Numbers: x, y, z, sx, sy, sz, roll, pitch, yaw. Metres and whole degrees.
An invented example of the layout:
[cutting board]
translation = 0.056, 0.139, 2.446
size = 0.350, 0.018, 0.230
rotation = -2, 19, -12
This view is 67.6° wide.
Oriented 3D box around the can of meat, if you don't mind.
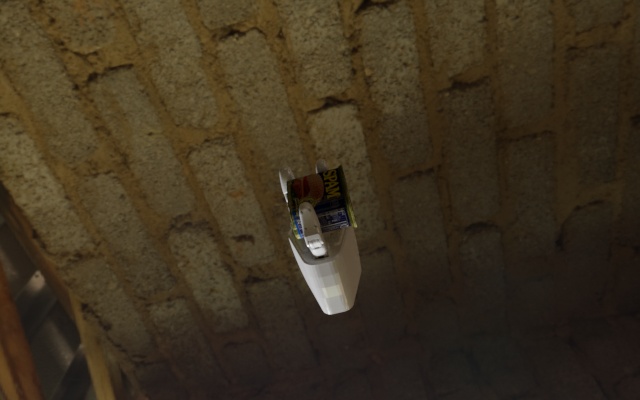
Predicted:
[can of meat]
translation = 0.000, 0.002, 0.669
size = 0.084, 0.057, 0.102
rotation = -14, 35, 4
